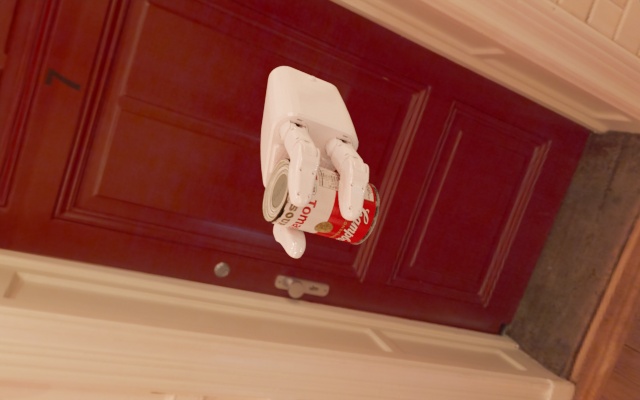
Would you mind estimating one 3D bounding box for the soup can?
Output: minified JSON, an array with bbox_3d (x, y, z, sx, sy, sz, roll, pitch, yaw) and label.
[{"bbox_3d":[0.000,0.002,0.493,0.102,0.068,0.068,16,-7,-25],"label":"soup can"}]
